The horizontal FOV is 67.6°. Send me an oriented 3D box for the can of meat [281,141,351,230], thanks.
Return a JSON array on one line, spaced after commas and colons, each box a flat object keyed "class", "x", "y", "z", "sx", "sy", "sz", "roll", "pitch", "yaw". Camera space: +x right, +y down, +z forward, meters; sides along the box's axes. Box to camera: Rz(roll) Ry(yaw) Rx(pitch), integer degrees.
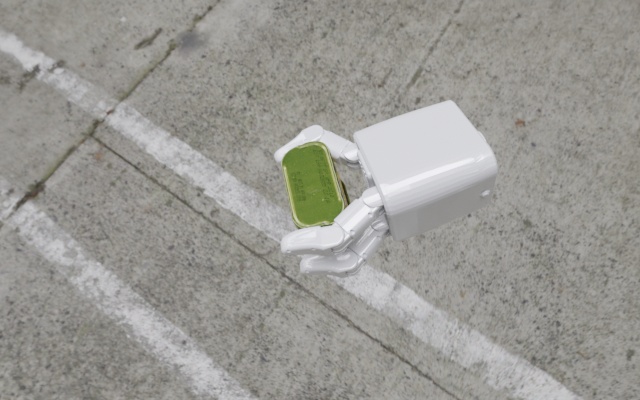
[{"class": "can of meat", "x": 0.000, "y": 0.001, "z": 0.493, "sx": 0.057, "sy": 0.102, "sz": 0.084, "roll": -17, "pitch": -29, "yaw": 5}]
